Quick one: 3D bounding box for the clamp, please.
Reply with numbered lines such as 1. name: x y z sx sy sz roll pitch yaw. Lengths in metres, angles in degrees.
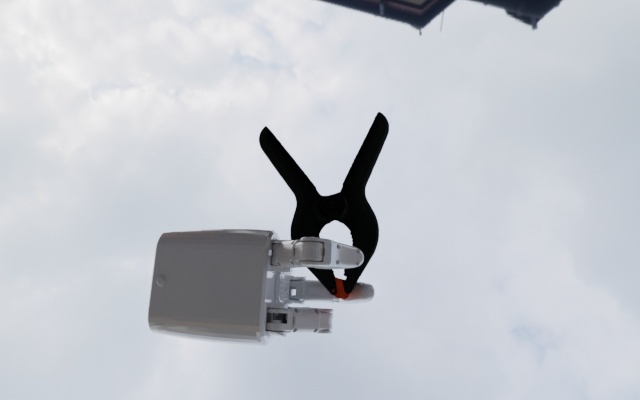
1. clamp: 0.000 0.002 0.434 0.120 0.171 0.039 1 -12 10
